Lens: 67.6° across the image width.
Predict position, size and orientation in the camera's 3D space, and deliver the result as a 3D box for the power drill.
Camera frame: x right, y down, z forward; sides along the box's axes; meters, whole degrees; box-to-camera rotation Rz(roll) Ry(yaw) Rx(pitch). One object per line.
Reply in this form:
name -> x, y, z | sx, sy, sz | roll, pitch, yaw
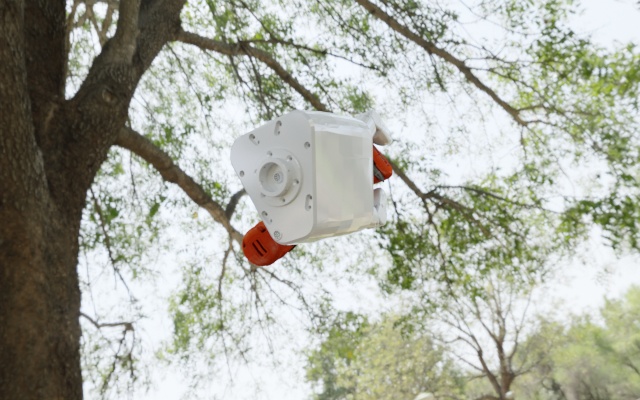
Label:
power drill -> 0.000, 0.002, 0.584 | 0.187, 0.057, 0.184 | -40, 1, 10
